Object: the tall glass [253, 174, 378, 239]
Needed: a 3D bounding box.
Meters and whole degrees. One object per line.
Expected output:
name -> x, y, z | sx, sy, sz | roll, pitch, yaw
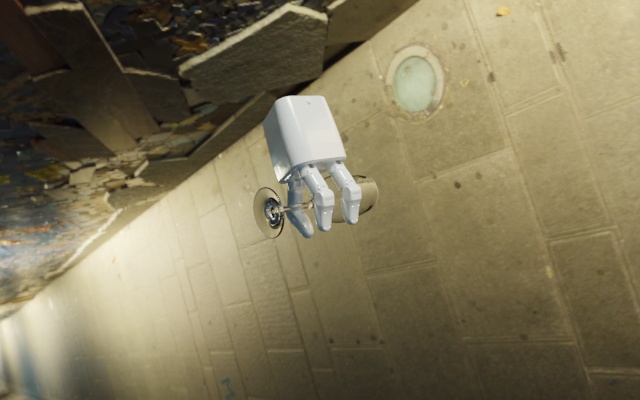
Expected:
tall glass -> 0.000, 0.003, 0.739 | 0.201, 0.079, 0.079 | -11, 7, -40
